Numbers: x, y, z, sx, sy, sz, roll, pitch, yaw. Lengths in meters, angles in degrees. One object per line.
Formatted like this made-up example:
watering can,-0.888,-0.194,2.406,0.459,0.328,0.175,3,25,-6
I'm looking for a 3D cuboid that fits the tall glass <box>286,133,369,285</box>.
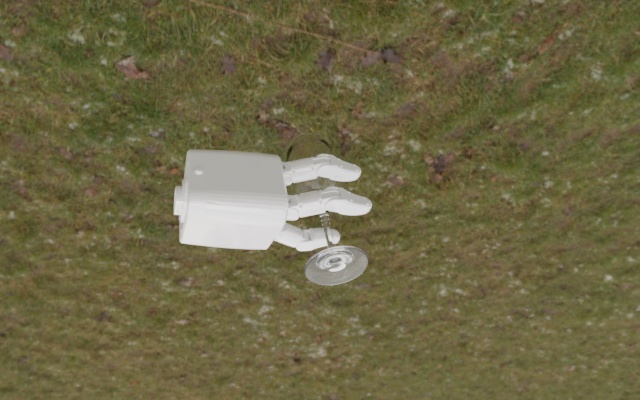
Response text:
tall glass,0.000,0.003,0.602,0.079,0.200,0.079,-8,-41,-7
